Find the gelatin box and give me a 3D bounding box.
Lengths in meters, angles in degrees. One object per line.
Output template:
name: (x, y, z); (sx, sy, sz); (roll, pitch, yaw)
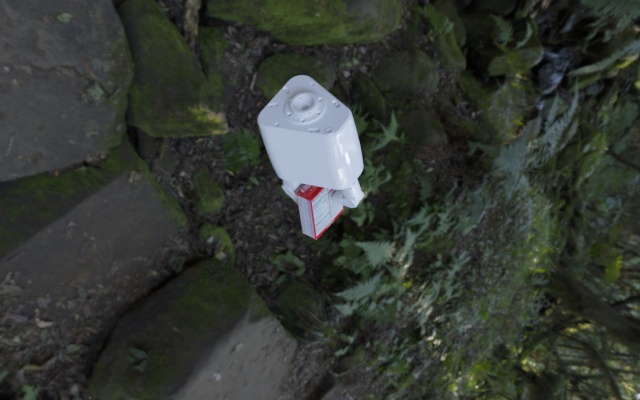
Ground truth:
gelatin box: (0.001, 0.003, 0.708); (0.030, 0.089, 0.073); (24, 53, 28)
